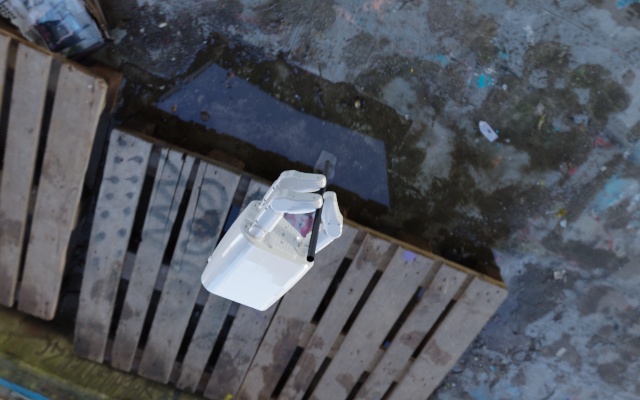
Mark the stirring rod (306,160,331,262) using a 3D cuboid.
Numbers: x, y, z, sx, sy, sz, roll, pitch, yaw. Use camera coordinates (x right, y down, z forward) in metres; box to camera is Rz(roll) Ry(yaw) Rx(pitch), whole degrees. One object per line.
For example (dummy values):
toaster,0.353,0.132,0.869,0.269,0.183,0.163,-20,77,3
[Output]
stirring rod,0.000,0.002,0.579,0.011,0.011,0.239,0,28,6
